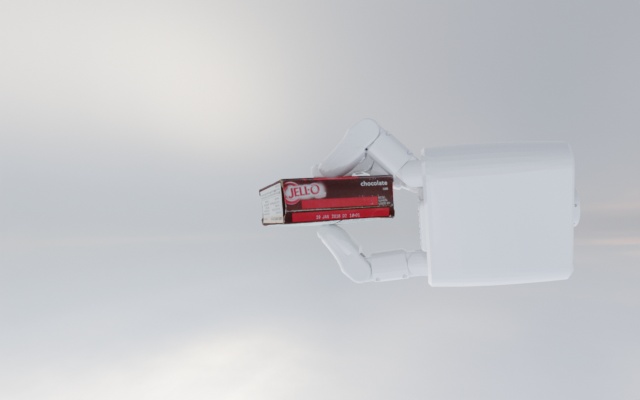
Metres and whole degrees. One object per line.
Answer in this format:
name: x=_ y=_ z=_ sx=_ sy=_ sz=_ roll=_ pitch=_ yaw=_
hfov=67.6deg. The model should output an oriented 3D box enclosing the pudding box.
pudding box: x=0.000 y=0.001 z=0.407 sx=0.090 sy=0.039 sz=0.113 roll=-2 pitch=-4 yaw=-16
